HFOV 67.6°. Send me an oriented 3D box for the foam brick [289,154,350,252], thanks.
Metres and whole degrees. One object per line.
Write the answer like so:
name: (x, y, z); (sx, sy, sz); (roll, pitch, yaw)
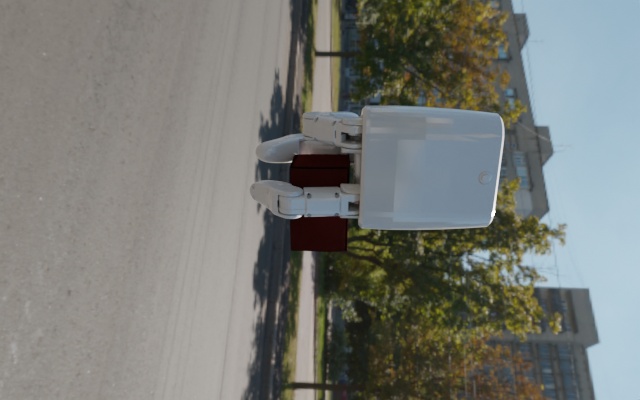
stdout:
foam brick: (0.000, 0.002, 0.427); (0.051, 0.078, 0.053); (1, 18, 1)
